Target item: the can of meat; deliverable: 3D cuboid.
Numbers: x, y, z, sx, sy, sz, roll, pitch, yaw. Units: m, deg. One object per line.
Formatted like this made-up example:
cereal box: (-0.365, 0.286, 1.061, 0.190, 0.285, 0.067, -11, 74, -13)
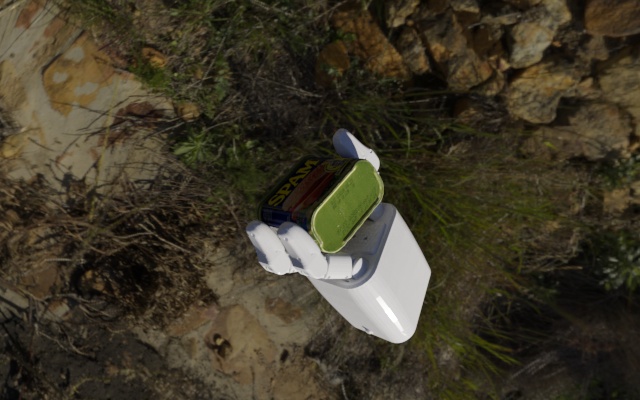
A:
can of meat: (0.000, 0.001, 0.467, 0.084, 0.057, 0.102, 8, 48, 49)
